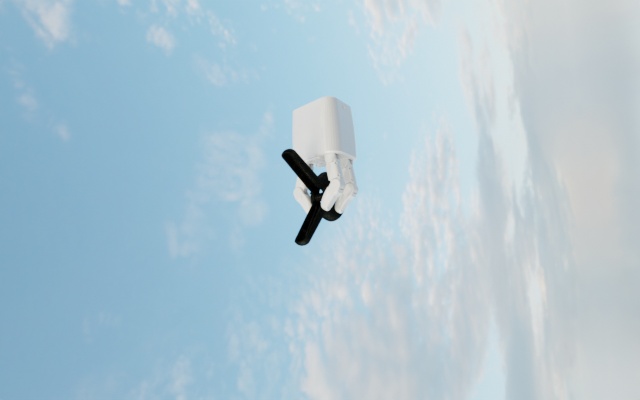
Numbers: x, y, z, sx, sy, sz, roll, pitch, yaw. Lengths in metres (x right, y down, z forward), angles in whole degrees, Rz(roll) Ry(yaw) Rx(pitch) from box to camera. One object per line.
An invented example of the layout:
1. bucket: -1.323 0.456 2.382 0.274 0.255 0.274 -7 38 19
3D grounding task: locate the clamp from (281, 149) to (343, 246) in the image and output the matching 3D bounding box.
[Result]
1. clamp: 0.000 0.003 0.875 0.036 0.164 0.210 -10 -11 29
